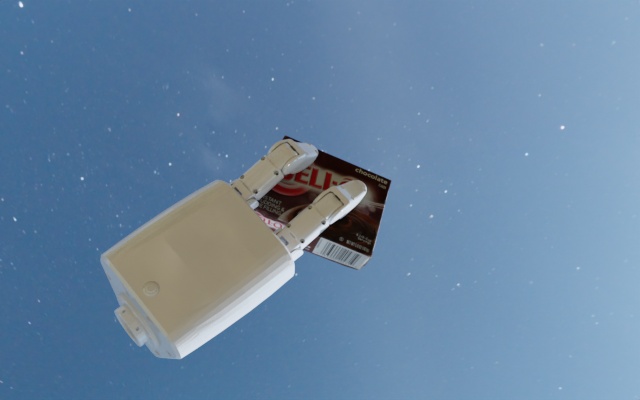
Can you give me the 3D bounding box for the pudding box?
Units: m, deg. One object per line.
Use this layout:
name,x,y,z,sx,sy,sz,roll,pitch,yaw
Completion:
pudding box,0.000,0.002,0.434,0.113,0.090,0.039,24,-35,-5
